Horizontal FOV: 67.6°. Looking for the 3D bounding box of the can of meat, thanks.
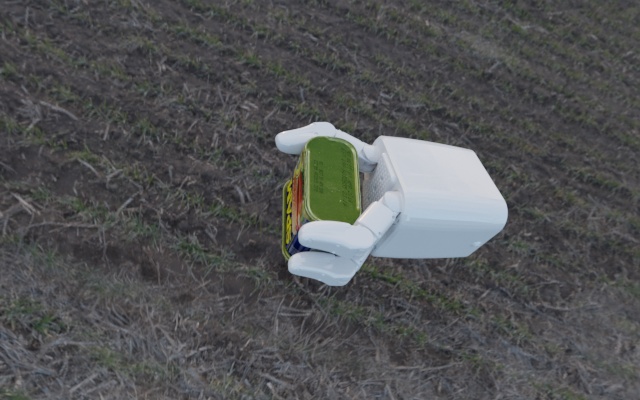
[{"bbox_3d":[0.000,0.001,0.454,0.057,0.102,0.084,7,-32,-14],"label":"can of meat"}]
